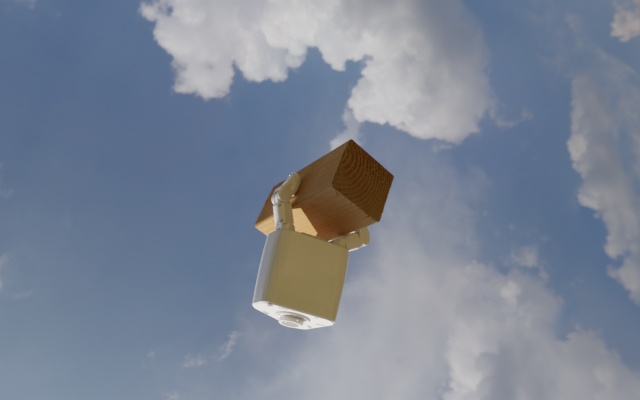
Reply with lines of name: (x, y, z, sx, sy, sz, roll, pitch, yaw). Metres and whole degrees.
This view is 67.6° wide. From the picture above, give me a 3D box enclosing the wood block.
wood block: (0.000, 0.003, 0.725, 0.091, 0.090, 0.206, 38, -37, -21)
